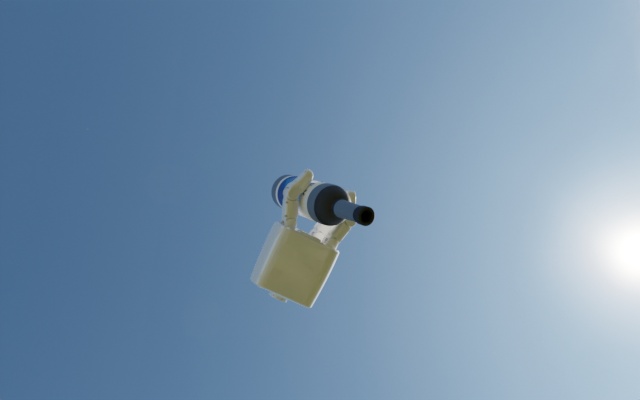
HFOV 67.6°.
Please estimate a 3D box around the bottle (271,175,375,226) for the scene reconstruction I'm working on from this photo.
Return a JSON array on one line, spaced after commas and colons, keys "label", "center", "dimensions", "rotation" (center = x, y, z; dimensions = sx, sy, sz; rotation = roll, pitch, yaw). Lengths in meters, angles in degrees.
[{"label": "bottle", "center": [0.000, 0.002, 0.790], "dimensions": [0.069, 0.069, 0.295], "rotation": [0, 8, -26]}]
